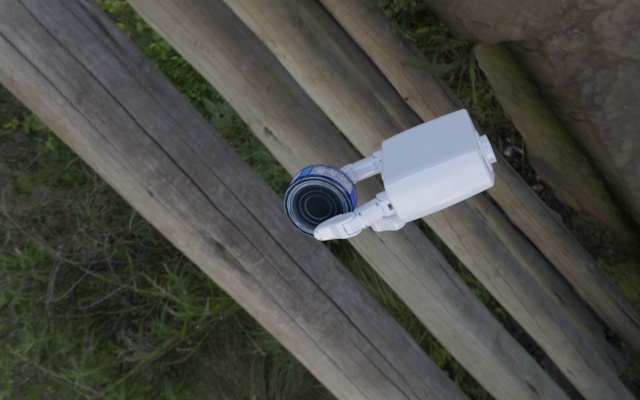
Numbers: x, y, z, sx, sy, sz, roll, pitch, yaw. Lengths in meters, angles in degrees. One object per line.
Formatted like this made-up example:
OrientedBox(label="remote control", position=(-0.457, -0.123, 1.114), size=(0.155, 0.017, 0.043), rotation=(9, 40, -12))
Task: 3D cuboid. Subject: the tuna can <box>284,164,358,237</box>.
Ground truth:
OrientedBox(label="tuna can", position=(0.000, 0.002, 0.571), size=(0.086, 0.086, 0.033), rotation=(0, 29, 15))
